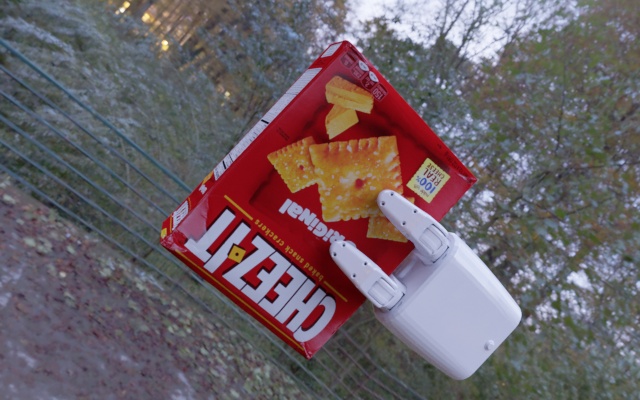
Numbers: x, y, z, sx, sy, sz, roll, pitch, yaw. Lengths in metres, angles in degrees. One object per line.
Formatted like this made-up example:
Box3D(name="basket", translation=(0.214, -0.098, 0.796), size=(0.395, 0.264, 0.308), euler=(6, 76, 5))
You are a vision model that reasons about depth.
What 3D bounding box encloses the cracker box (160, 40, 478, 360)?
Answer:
Box3D(name="cracker box", translation=(0.000, 0.001, 0.405), size=(0.164, 0.213, 0.072), euler=(43, -1, -18))
